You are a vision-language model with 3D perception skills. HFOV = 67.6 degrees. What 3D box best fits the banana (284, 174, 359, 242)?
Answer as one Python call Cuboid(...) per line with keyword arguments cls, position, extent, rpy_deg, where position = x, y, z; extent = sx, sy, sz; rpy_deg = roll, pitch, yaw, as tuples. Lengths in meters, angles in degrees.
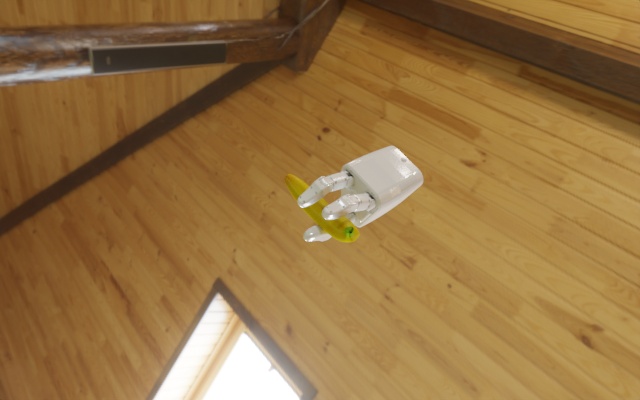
Cuboid(cls="banana", position=(0.007, 0.018, 0.778), extent=(0.037, 0.070, 0.197), rpy_deg=(-34, 42, -17))
